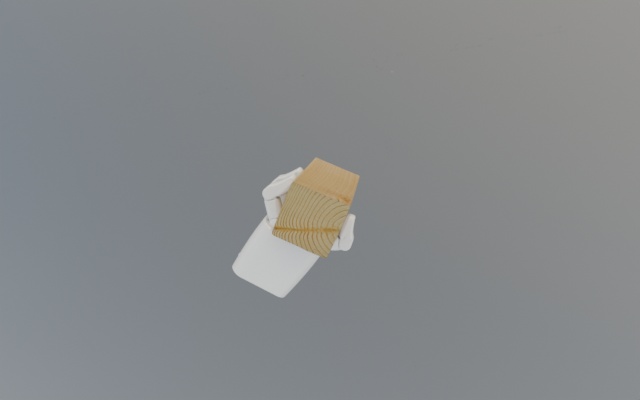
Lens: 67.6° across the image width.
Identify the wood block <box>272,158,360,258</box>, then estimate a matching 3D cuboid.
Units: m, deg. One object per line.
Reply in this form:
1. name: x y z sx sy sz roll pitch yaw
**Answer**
1. wood block: 0.000 0.003 0.775 0.091 0.090 0.206 24 17 2
